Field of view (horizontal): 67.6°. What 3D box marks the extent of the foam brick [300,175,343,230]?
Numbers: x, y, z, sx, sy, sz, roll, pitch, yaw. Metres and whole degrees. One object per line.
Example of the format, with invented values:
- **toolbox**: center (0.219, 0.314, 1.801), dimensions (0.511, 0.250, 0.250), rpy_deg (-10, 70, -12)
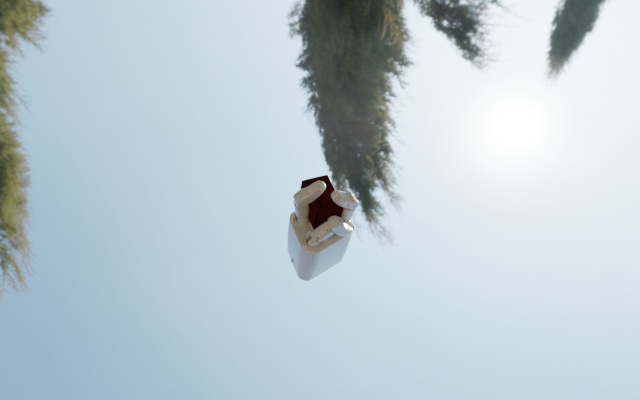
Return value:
- **foam brick**: center (0.000, 0.002, 0.852), dimensions (0.053, 0.078, 0.051), rpy_deg (-12, -36, -19)
